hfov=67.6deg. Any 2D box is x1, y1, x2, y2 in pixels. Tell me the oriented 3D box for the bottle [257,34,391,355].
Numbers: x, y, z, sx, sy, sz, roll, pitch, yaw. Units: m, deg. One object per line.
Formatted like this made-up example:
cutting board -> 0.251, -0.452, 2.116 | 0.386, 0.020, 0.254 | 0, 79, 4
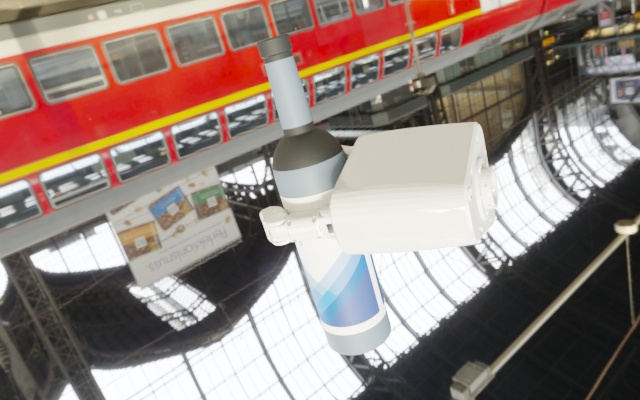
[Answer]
bottle -> 0.000, 0.002, 0.436 | 0.069, 0.296, 0.069 | -15, 19, 5
